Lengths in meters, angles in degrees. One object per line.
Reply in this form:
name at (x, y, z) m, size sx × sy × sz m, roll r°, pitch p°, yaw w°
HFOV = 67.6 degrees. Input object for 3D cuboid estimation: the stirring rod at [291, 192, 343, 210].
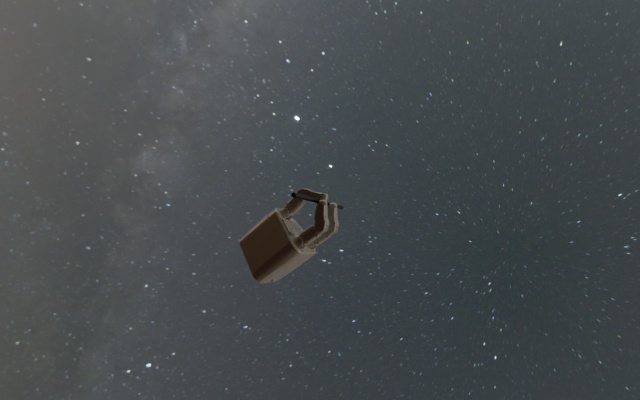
stirring rod at (0.000, 0.003, 0.886) m, size 0.011 × 0.011 × 0.239 m, roll 0°, pitch -6°, yaw 22°
